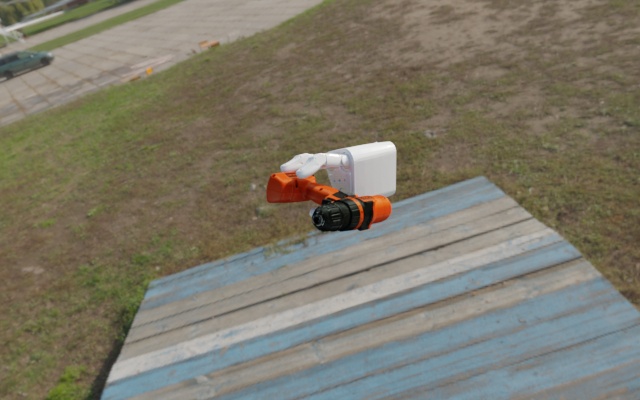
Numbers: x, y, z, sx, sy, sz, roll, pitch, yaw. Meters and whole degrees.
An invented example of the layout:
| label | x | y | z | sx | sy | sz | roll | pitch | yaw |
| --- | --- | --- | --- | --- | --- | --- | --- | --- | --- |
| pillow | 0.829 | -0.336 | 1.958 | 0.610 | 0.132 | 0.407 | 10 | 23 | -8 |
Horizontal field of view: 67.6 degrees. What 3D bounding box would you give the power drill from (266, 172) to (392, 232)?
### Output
| label | x | y | z | sx | sy | sz | roll | pitch | yaw |
| --- | --- | --- | --- | --- | --- | --- | --- | --- | --- |
| power drill | 0.000 | 0.002 | 0.792 | 0.187 | 0.057 | 0.184 | 22 | 16 | 35 |
